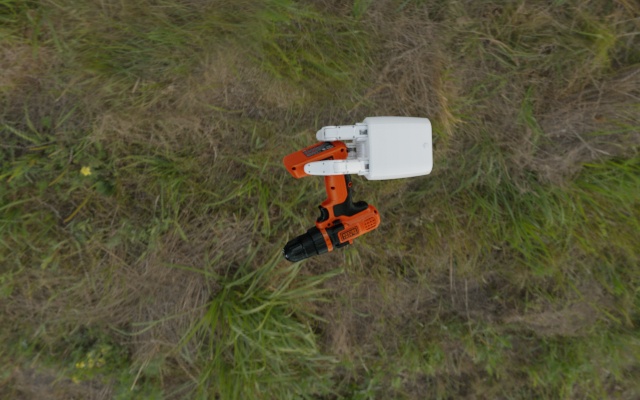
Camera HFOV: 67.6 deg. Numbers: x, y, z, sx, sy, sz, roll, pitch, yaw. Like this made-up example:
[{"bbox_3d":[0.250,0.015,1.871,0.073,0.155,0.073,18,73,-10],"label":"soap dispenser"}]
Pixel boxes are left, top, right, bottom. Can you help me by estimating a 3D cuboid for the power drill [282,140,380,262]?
[{"bbox_3d":[0.000,0.002,0.814,0.184,0.188,0.057,-24,30,-12],"label":"power drill"}]
